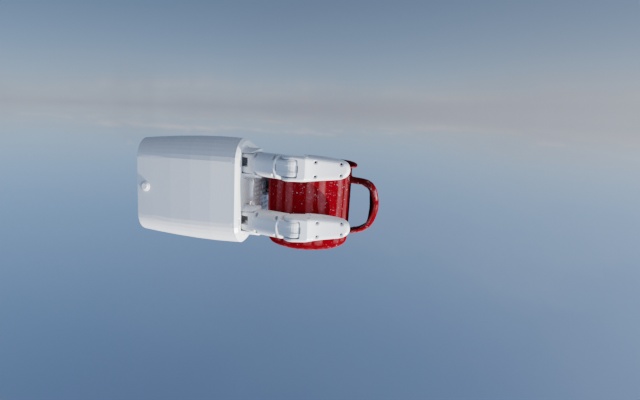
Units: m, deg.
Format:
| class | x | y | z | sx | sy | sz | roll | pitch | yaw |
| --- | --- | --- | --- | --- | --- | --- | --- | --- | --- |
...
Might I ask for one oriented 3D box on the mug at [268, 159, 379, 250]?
| class | x | y | z | sx | sy | sz | roll | pitch | yaw |
| --- | --- | --- | --- | --- | --- | --- | --- | --- | --- |
| mug | 0.001 | 0.002 | 0.479 | 0.117 | 0.081 | 0.093 | 6 | 11 | 13 |
